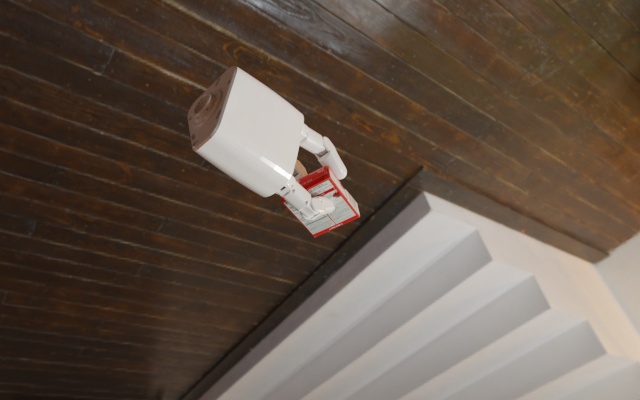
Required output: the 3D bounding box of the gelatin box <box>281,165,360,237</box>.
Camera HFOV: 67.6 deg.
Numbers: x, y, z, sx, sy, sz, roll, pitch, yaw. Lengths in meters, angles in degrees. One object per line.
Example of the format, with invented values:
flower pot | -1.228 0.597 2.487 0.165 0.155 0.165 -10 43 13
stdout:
gelatin box | 0.000 0.003 0.640 0.073 0.030 0.089 -26 -49 17
